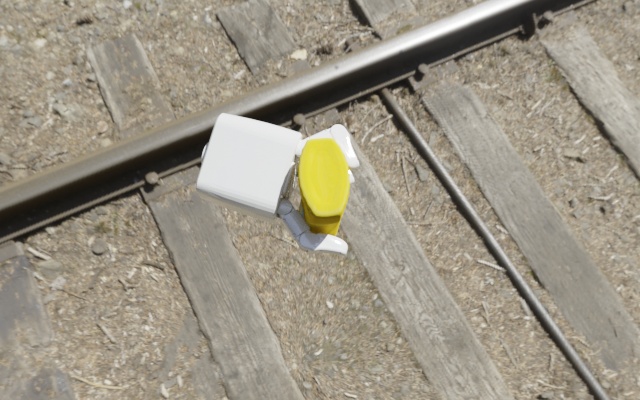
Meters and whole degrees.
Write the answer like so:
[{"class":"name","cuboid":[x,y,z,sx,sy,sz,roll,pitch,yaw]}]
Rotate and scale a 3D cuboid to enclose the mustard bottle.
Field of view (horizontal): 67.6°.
[{"class":"mustard bottle","cuboid":[0.000,0.002,0.613,0.058,0.096,0.192,-6,-19,-5]}]
